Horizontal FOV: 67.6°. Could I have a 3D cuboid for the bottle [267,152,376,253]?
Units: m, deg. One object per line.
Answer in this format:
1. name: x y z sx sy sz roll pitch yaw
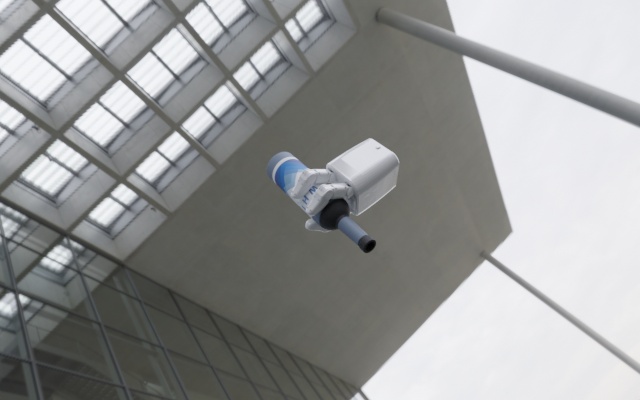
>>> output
1. bottle: 0.000 0.003 0.892 0.069 0.069 0.295 0 30 -41
